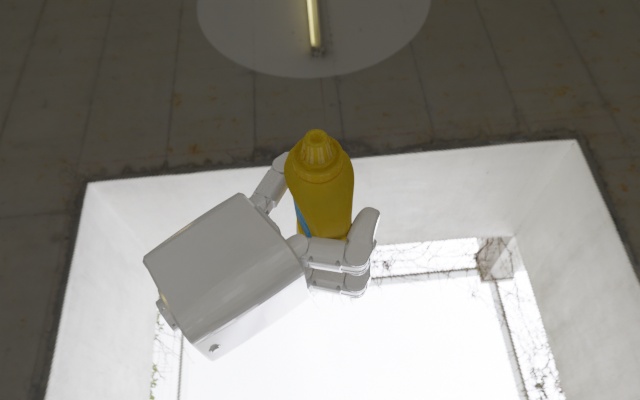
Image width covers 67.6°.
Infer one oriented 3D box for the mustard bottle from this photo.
[{"bbox_3d":[0.000,0.001,0.441,0.058,0.096,0.192,-12,-30,-4],"label":"mustard bottle"}]
